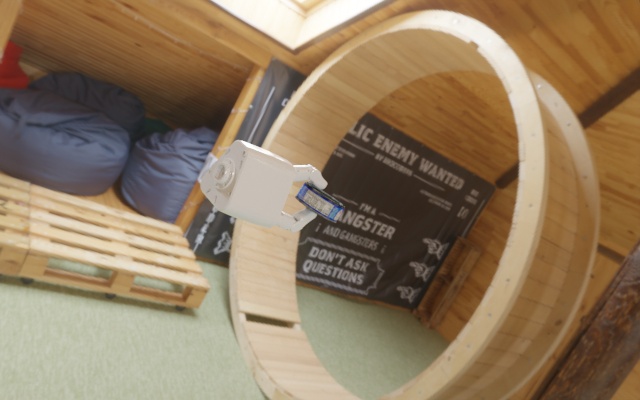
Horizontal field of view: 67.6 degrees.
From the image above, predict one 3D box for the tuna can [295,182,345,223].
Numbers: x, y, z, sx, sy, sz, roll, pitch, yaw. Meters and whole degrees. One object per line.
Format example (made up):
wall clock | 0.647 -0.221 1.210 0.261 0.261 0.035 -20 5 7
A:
tuna can | 0.000 0.002 0.839 0.086 0.034 0.086 32 5 -3
